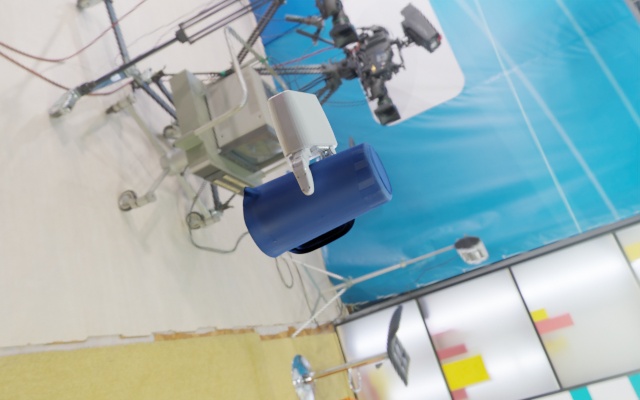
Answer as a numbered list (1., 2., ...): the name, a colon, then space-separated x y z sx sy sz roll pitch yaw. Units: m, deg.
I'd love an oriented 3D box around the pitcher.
1. pitcher: 0.000 0.003 0.832 0.243 0.145 0.149 -24 -7 16
